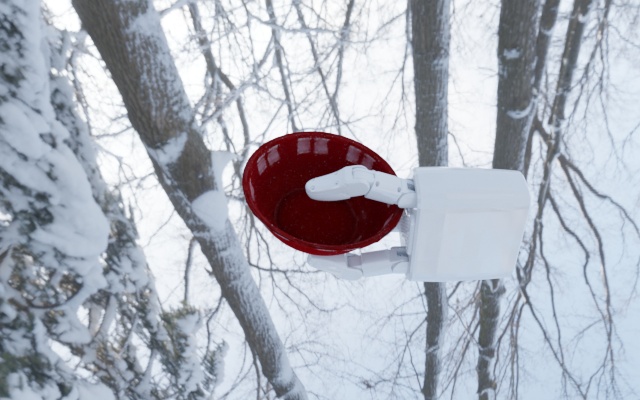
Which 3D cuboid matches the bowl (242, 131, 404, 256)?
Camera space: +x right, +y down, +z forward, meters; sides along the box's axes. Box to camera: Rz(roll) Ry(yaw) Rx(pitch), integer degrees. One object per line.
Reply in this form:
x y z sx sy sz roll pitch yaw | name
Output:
-0.001 0.001 0.488 0.162 0.162 0.055 0 -42 -13 | bowl
